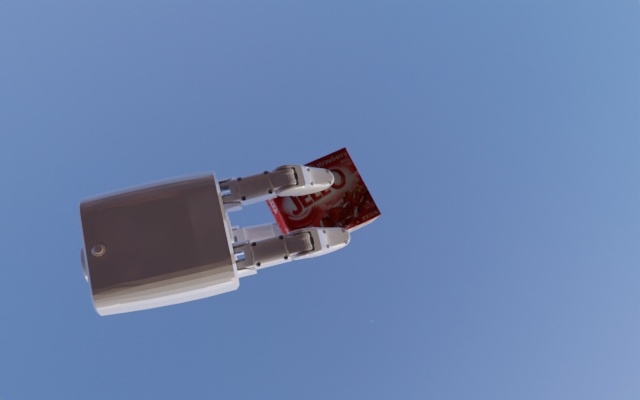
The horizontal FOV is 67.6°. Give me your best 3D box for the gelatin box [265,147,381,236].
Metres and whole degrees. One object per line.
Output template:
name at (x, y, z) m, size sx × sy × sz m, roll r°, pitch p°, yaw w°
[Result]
gelatin box at (0.000, 0.001, 0.440) m, size 0.089 × 0.073 × 0.030 m, roll -24°, pitch -9°, yaw -21°
